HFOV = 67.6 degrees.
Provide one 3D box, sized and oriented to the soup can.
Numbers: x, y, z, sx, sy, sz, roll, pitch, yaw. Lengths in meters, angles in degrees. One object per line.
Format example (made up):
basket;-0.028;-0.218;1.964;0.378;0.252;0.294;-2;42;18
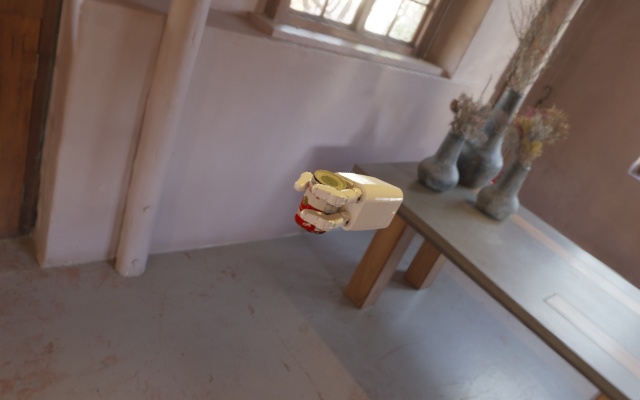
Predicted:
soup can;0.000;0.003;0.893;0.068;0.102;0.068;19;27;-10
